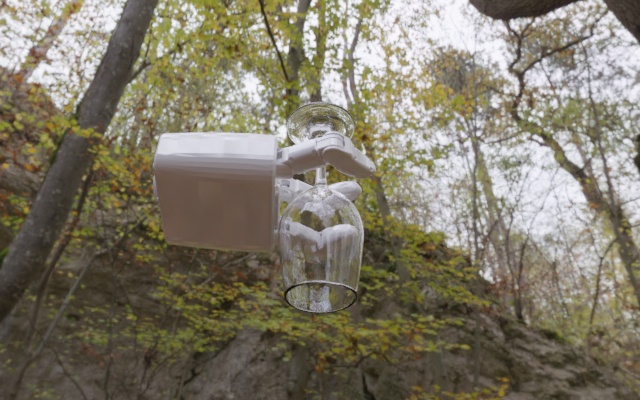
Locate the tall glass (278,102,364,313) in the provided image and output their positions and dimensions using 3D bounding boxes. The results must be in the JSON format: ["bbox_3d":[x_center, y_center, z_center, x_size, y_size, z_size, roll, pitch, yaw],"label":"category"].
[{"bbox_3d":[0.000,0.001,0.457,0.079,0.200,0.079,0,-36,0],"label":"tall glass"}]
